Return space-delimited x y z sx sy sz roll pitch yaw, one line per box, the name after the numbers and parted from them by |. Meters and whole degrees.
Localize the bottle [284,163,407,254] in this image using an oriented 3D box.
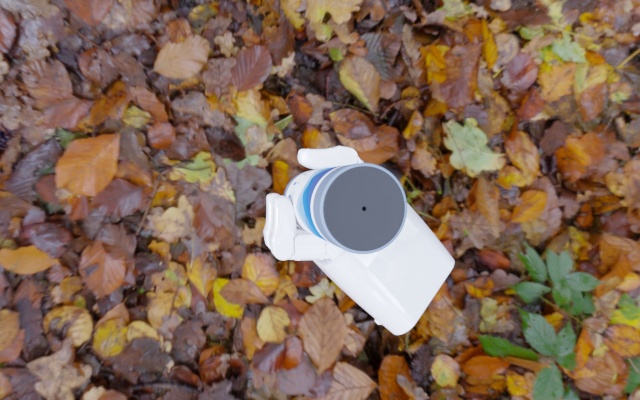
0.000 0.002 0.487 0.069 0.069 0.295 0 2 -13 | bottle
